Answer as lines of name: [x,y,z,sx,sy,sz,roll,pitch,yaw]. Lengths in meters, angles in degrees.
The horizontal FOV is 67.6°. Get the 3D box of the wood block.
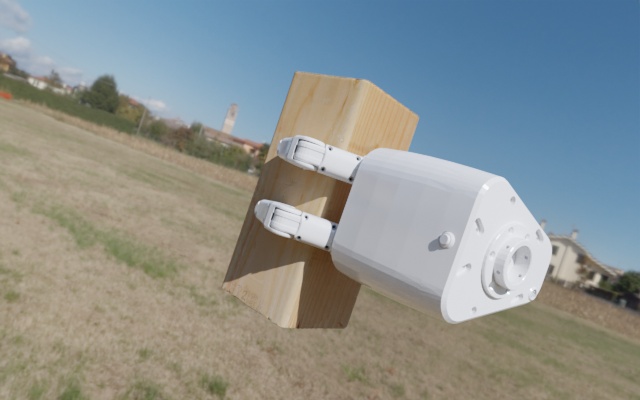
wood block: [0.001,0.001,0.434,0.090,0.206,0.091,20,1,42]
